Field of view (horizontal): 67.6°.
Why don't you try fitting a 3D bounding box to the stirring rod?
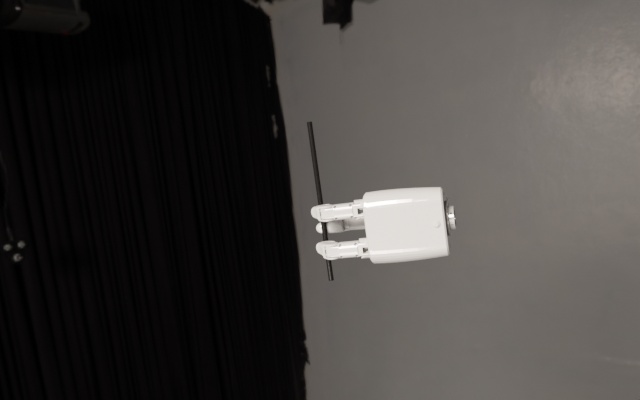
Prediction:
[{"bbox_3d":[0.000,0.002,0.717,0.011,0.239,0.011,-8,4,1],"label":"stirring rod"}]
